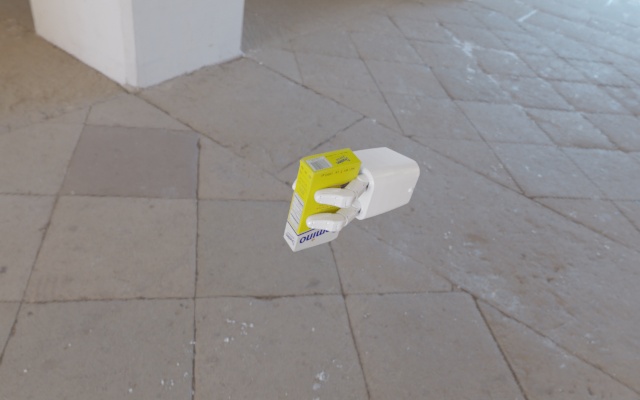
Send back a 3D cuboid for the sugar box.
[{"bbox_3d":[0.001,0.003,0.781,0.093,0.176,0.048,-15,47,-29],"label":"sugar box"}]
